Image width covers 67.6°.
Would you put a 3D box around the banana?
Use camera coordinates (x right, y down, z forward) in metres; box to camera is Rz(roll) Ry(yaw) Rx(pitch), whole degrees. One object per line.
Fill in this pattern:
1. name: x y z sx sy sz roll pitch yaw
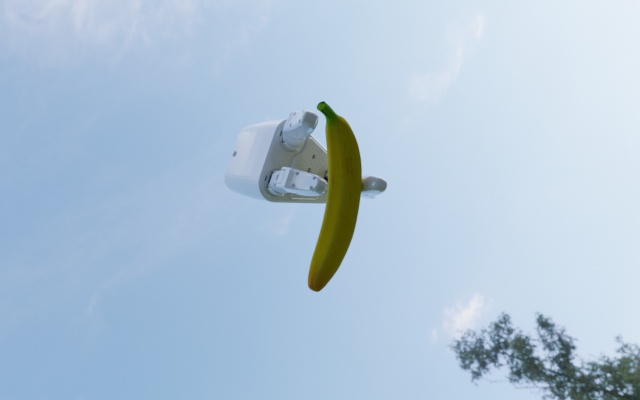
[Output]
1. banana: 0.015 -0.003 0.512 0.069 0.198 0.037 -5 10 -39
